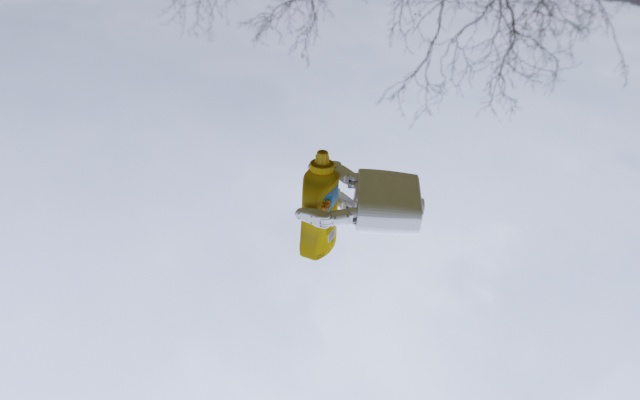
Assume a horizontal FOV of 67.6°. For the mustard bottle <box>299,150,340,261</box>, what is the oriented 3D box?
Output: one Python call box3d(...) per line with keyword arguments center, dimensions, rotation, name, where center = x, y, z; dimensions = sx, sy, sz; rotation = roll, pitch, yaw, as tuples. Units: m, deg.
box3d(center=(0.000, 0.003, 0.825), dimensions=(0.058, 0.192, 0.096), rotation=(16, 34, 20), name="mustard bottle")
